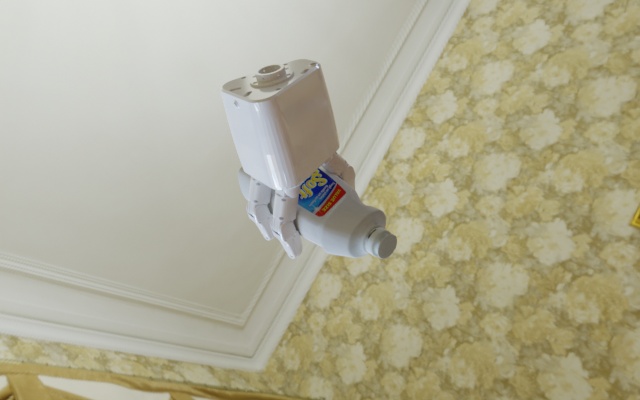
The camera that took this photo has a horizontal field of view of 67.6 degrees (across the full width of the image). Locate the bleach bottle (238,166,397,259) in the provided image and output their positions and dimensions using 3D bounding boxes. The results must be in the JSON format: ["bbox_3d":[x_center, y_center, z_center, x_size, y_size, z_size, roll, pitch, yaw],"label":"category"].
[{"bbox_3d":[0.000,0.002,0.592,0.102,0.068,0.250,-32,38,-26],"label":"bleach bottle"}]
